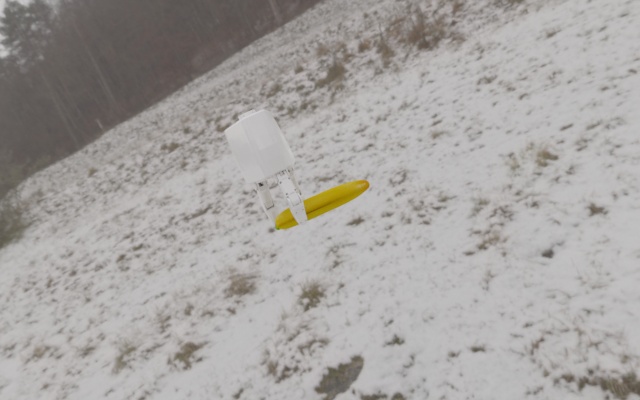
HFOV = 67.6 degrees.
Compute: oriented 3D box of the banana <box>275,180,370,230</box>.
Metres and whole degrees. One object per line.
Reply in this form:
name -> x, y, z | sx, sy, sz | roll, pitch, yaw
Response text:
banana -> -0.005, 0.007, 0.858 | 0.198, 0.037, 0.069 | -24, 6, 11
